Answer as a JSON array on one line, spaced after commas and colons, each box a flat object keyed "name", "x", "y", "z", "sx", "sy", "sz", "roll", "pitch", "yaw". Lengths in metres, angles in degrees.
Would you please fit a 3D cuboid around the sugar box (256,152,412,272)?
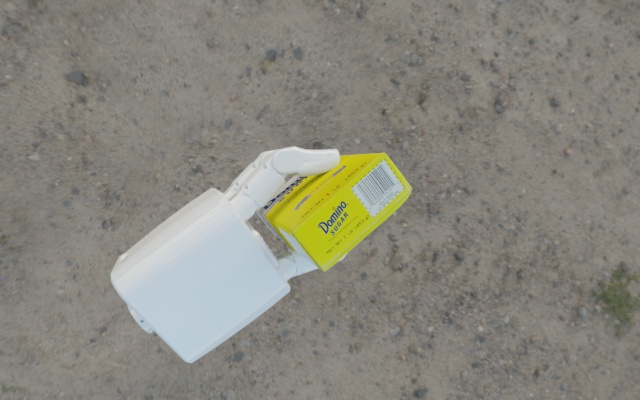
[{"name": "sugar box", "x": 0.000, "y": 0.001, "z": 0.425, "sx": 0.093, "sy": 0.048, "sz": 0.176, "roll": -40, "pitch": 16, "yaw": -11}]
